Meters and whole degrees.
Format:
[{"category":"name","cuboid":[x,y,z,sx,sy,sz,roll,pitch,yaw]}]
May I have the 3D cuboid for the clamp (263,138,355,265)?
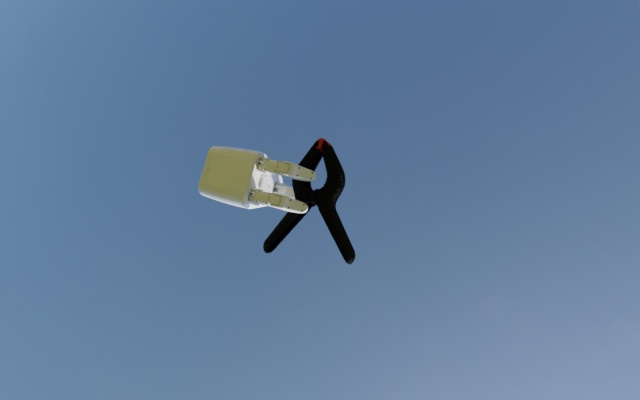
[{"category":"clamp","cuboid":[0.000,0.002,0.792,0.164,0.210,0.036,12,-7,25]}]
